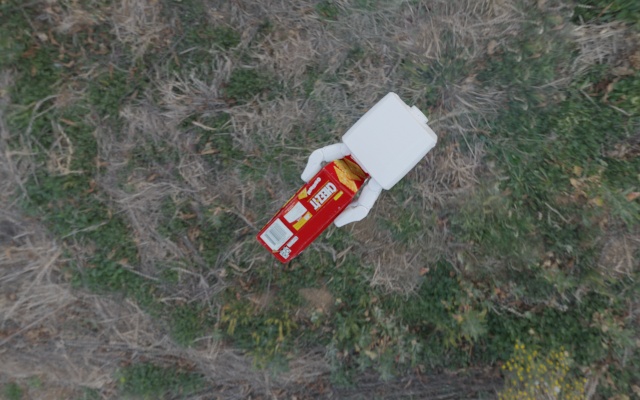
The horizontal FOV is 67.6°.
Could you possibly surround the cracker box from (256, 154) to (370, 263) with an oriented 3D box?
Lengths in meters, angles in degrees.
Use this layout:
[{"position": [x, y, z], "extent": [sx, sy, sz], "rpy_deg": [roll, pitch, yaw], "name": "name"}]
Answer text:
[{"position": [0.000, 0.003, 0.817], "extent": [0.164, 0.072, 0.213], "rpy_deg": [-45, -1, 20], "name": "cracker box"}]
